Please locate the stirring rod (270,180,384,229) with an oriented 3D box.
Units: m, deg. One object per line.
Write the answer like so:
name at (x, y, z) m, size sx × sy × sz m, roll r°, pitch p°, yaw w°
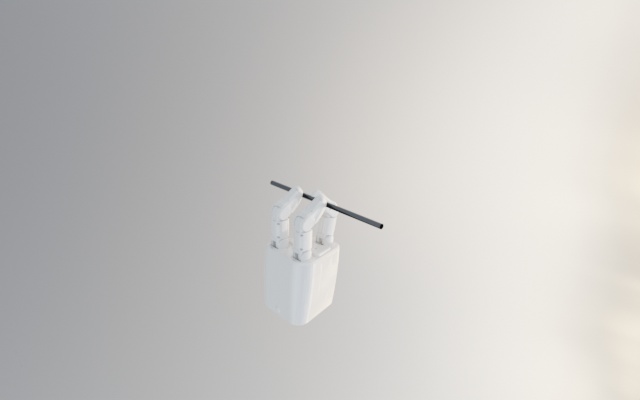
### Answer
stirring rod at (0.000, 0.002, 0.715) m, size 0.011 × 0.011 × 0.239 m, roll 0°, pitch 15°, yaw -44°
